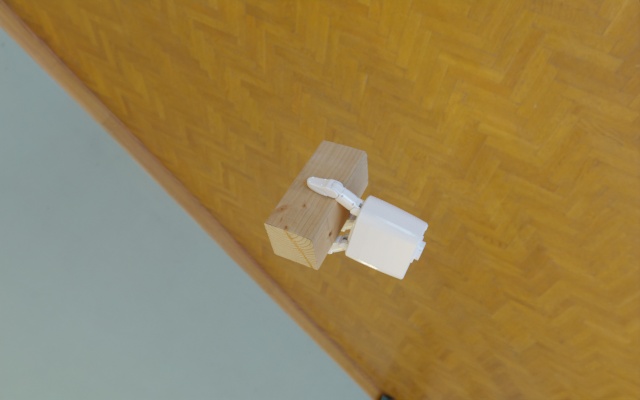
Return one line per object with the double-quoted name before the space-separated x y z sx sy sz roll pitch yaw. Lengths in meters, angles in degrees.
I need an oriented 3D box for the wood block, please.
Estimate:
"wood block" 0.000 0.003 0.831 0.090 0.206 0.091 18 -35 22
